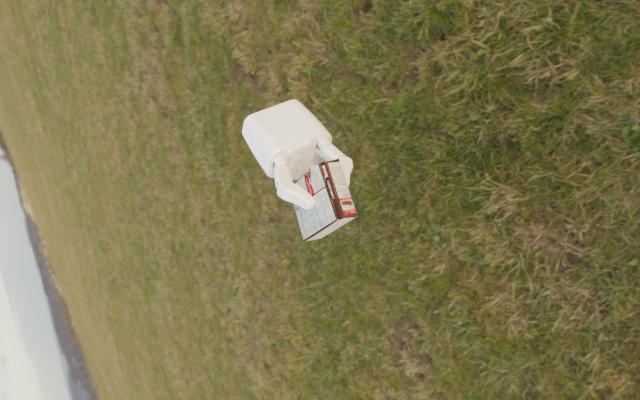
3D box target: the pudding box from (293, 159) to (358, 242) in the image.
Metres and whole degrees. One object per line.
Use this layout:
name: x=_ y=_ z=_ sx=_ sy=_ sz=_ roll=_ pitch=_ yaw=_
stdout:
pudding box: x=0.000 y=0.002 z=0.703 sx=0.039 sy=0.090 sz=0.113 roll=-11 pitch=-14 yaw=-30
